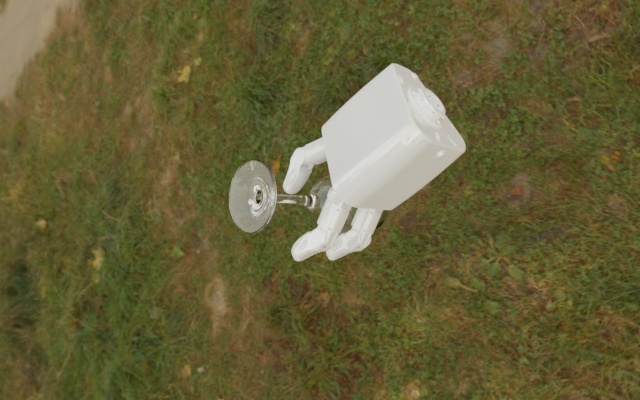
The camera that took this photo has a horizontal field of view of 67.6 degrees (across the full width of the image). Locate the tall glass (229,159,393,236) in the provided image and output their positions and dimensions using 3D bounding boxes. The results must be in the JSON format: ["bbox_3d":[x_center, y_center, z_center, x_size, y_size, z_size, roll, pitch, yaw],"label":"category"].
[{"bbox_3d":[-0.001,0.002,0.546,0.079,0.079,0.201,0,-4,44],"label":"tall glass"}]
